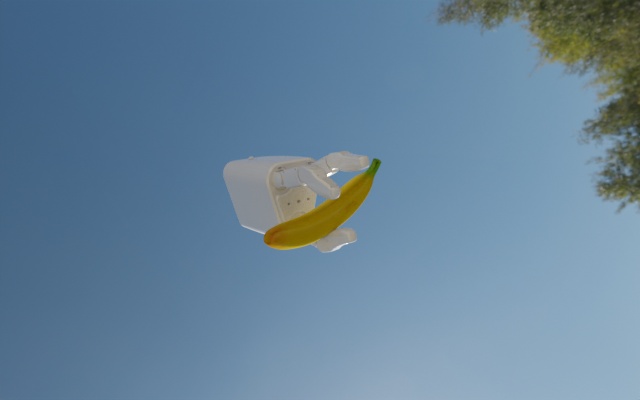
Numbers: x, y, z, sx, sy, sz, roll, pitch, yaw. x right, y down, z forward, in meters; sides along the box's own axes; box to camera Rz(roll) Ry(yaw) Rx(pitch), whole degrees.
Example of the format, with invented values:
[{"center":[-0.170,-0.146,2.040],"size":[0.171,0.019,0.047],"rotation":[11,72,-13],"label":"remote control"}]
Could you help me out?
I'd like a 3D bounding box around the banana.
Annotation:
[{"center":[0.003,0.014,0.603],"size":[0.037,0.070,0.197],"rotation":[30,51,33],"label":"banana"}]
